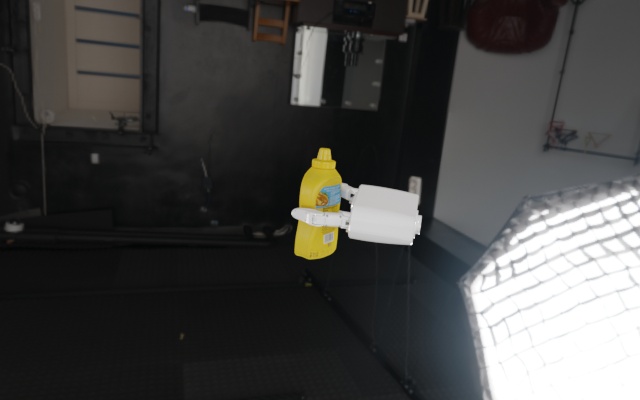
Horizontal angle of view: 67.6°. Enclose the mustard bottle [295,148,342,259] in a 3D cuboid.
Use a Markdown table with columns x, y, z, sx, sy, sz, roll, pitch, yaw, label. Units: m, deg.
| x | y | z | sx | sy | sz | roll | pitch | yaw | label |
| --- | --- | --- | --- | --- | --- | --- | --- | --- | --- |
| 0.000 | 0.003 | 0.852 | 0.058 | 0.192 | 0.096 | 15 | 16 | 34 | mustard bottle |
